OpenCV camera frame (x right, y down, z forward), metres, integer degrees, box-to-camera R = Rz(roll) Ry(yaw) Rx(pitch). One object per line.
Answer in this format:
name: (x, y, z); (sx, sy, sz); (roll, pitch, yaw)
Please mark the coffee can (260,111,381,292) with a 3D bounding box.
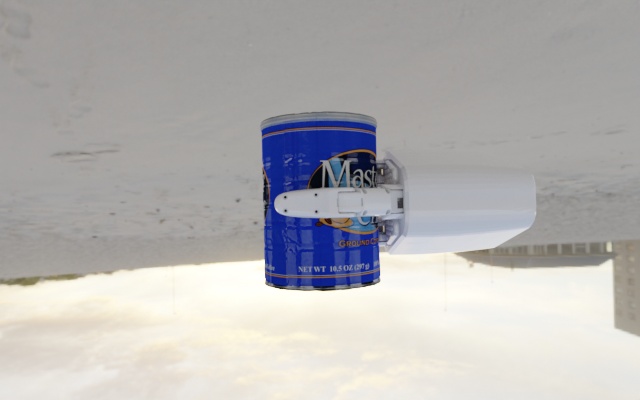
coffee can: (0.000, 0.001, 0.420); (0.103, 0.140, 0.103); (-1, -1, 0)
